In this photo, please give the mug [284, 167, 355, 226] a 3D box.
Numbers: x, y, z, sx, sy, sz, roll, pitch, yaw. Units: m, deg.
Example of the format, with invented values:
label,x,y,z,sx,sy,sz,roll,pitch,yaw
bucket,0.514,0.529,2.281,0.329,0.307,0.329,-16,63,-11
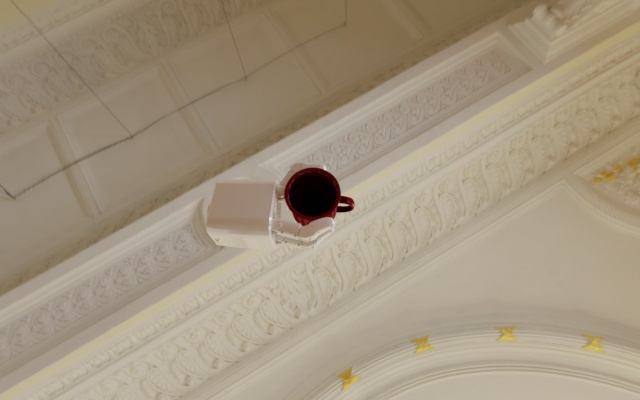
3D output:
label,x,y,z,sx,sy,sz,roll,pitch,yaw
mug,0.002,0.003,0.817,0.117,0.093,0.081,4,-20,3
